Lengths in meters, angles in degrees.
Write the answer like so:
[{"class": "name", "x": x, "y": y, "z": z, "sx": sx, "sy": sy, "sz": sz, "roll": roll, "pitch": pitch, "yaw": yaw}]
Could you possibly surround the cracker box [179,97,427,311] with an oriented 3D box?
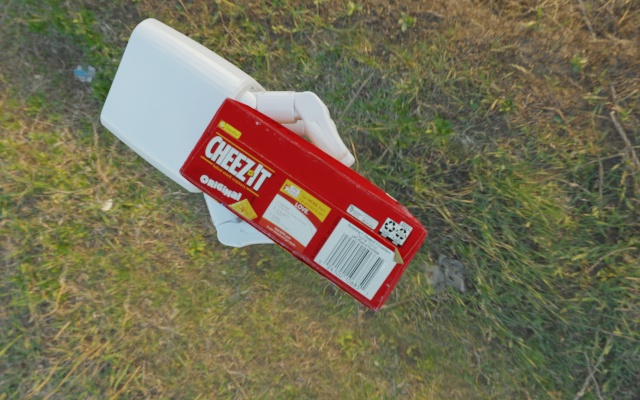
[{"class": "cracker box", "x": 0.000, "y": 0.002, "z": 0.413, "sx": 0.164, "sy": 0.072, "sz": 0.213, "roll": 34, "pitch": 4, "yaw": 7}]
